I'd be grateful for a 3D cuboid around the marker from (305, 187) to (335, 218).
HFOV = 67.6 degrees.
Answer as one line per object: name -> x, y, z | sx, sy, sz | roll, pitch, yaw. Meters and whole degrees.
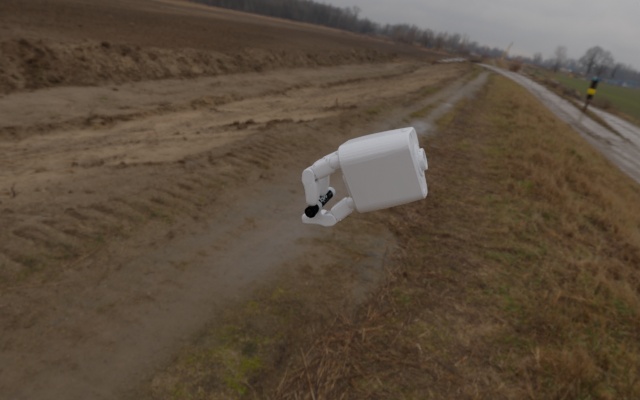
marker -> 0.000, 0.003, 0.785 | 0.020, 0.020, 0.121 | 0, 17, 17
